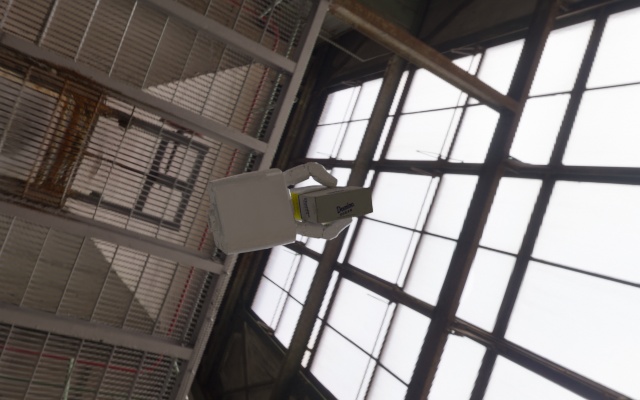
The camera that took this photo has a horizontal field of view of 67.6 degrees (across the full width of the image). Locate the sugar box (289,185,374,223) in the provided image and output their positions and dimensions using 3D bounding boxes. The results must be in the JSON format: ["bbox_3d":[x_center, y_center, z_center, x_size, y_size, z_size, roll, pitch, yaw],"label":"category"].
[{"bbox_3d":[0.000,0.003,0.756,0.093,0.048,0.176,-10,9,-22],"label":"sugar box"}]
